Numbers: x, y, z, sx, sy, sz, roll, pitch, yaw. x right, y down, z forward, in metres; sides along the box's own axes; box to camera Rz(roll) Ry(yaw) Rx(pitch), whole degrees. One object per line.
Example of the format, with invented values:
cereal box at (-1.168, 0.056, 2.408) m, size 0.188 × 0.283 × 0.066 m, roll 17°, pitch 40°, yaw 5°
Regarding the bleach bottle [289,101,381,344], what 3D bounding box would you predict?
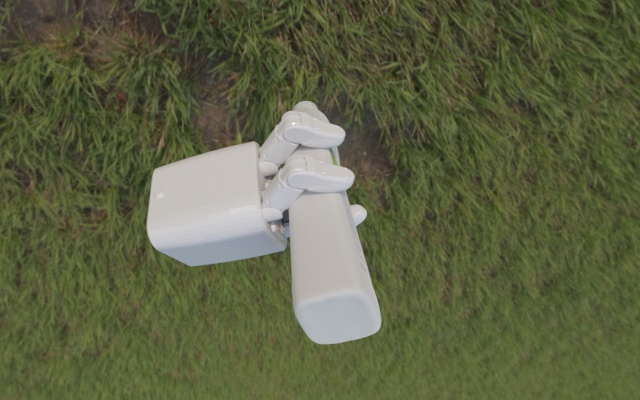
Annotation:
bleach bottle at (0.000, 0.002, 0.469) m, size 0.068 × 0.250 × 0.103 m, roll -13°, pitch -38°, yaw 5°
